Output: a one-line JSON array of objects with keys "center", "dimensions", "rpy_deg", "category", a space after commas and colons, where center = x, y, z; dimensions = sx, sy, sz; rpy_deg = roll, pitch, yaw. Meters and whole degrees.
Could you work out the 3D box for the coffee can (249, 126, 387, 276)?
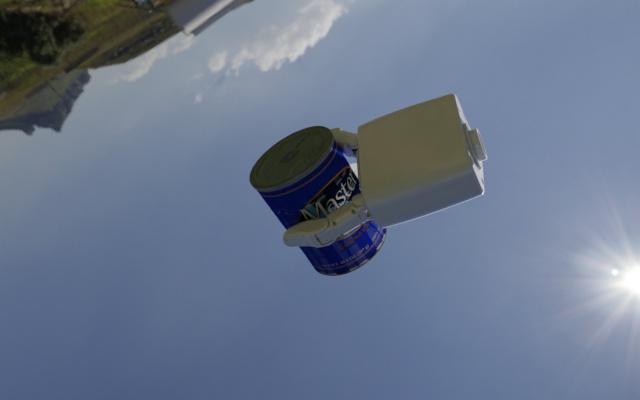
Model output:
[{"center": [0.000, 0.002, 0.544], "dimensions": [0.103, 0.140, 0.102], "rpy_deg": [-24, 31, 16], "category": "coffee can"}]
